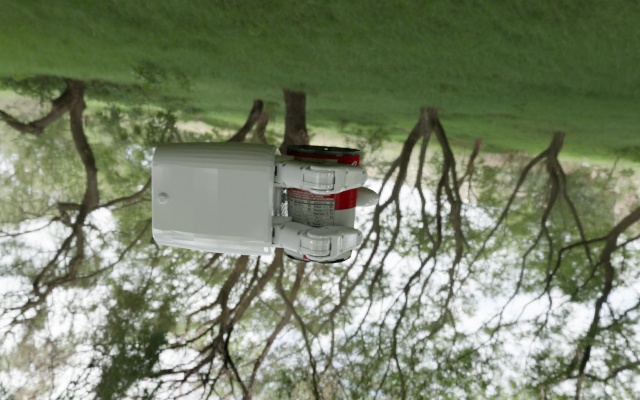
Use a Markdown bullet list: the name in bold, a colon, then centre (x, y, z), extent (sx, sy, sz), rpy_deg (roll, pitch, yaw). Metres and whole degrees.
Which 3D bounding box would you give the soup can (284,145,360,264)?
- **soup can**: centre (0.001, 0.002, 0.448), extent (0.068, 0.102, 0.068), rpy_deg (3, 10, -1)
